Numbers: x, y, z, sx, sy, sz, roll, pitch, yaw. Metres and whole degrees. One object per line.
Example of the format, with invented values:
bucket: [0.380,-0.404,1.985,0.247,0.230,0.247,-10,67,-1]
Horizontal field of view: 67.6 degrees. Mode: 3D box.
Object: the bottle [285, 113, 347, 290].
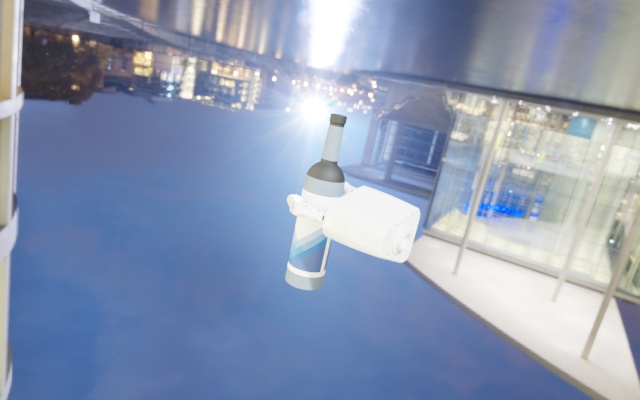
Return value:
bottle: [0.000,0.003,0.799,0.069,0.296,0.069,11,15,-3]
